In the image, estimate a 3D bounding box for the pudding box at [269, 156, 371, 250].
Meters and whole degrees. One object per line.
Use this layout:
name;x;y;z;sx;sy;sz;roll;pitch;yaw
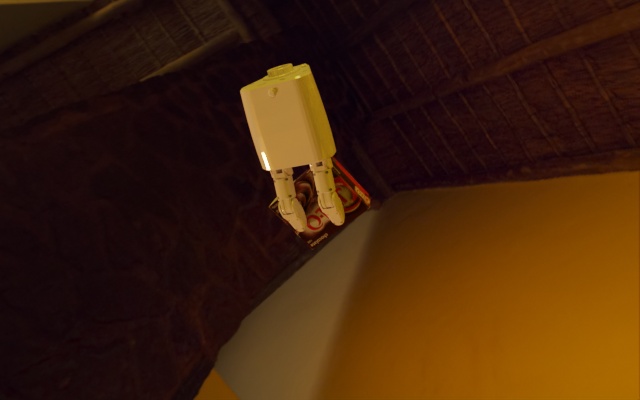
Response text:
pudding box;0.000;0.002;0.661;0.113;0.090;0.039;-38;14;28
